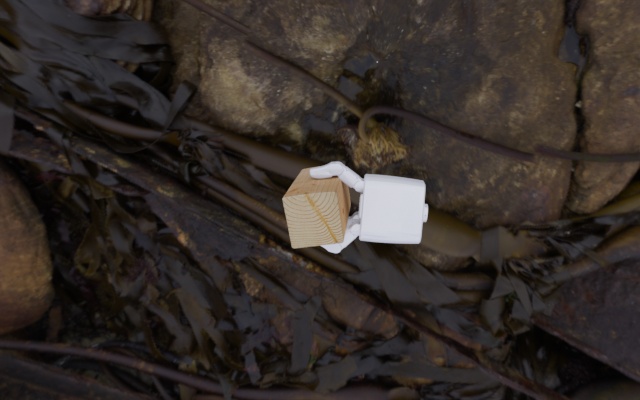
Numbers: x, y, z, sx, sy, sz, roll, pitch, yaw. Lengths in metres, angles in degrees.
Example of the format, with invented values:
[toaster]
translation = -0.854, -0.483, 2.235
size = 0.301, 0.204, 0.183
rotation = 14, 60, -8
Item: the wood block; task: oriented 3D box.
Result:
[wood block]
translation = 0.000, 0.003, 0.864
size = 0.090, 0.091, 0.206
rotation = -7, 15, 9
